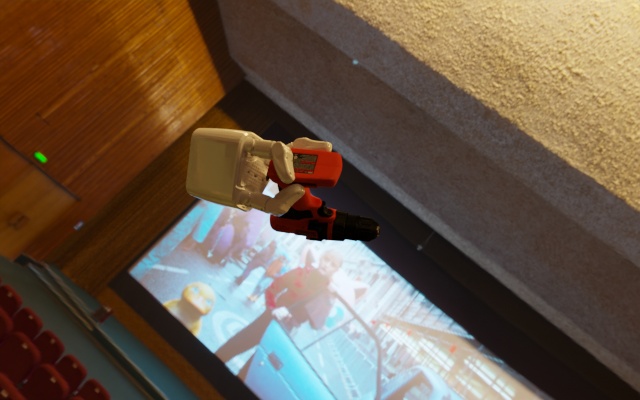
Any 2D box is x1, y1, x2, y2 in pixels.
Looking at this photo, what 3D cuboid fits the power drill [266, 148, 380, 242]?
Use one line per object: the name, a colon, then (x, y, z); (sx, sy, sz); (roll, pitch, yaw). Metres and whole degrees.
power drill: (0.000, 0.002, 0.736); (0.184, 0.057, 0.188); (5, -35, 9)
